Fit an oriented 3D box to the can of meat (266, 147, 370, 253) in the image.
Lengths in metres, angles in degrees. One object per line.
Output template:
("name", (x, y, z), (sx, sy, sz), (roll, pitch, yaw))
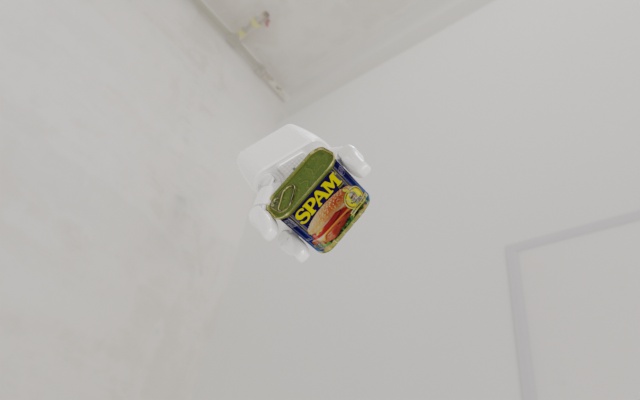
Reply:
("can of meat", (0.000, 0.002, 0.578), (0.084, 0.102, 0.057), (44, -4, -33))
